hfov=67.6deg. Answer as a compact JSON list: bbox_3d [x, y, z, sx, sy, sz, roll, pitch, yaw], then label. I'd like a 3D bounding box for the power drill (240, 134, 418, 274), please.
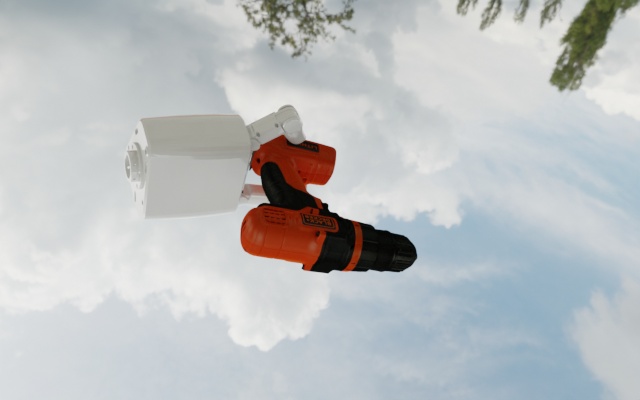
[{"bbox_3d":[0.000,0.001,0.520,0.184,0.057,0.187,12,31,-22],"label":"power drill"}]
